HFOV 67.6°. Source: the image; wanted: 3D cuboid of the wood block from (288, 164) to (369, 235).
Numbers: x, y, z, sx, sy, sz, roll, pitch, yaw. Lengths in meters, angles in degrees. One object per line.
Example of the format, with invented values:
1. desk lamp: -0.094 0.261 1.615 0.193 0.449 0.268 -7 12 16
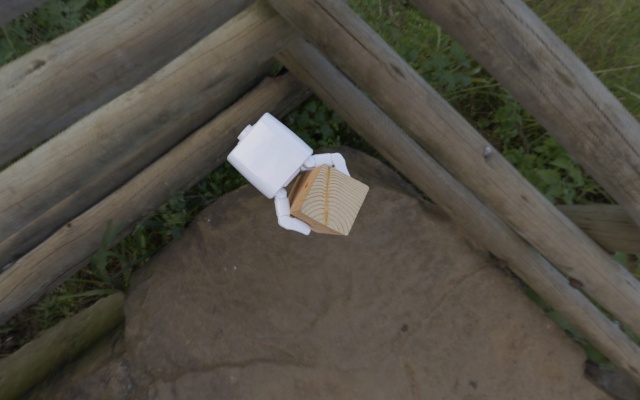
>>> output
1. wood block: 0.000 0.003 0.863 0.090 0.091 0.206 28 -8 -11
